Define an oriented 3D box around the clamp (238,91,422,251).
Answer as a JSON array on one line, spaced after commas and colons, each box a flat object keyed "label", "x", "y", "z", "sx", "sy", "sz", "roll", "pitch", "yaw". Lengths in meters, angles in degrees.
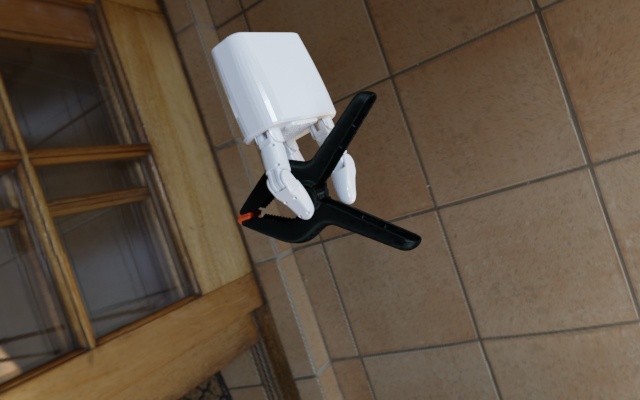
[{"label": "clamp", "x": -0.001, "y": 0.002, "z": 0.517, "sx": 0.210, "sy": 0.164, "sz": 0.036, "roll": -26, "pitch": -6, "yaw": 29}]
